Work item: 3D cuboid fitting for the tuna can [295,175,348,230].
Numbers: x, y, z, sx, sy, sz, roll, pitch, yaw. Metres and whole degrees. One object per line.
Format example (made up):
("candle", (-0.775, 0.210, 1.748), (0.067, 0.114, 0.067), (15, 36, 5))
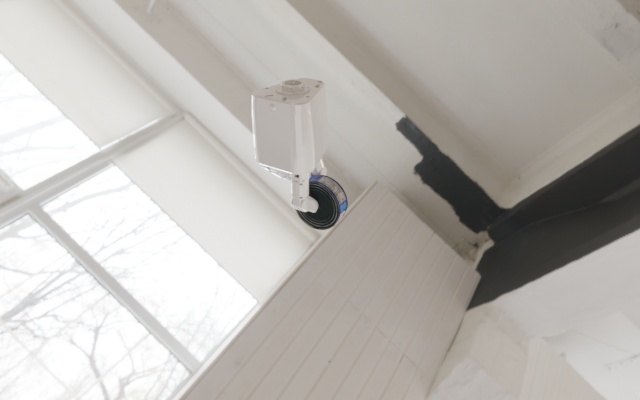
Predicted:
("tuna can", (0.000, 0.002, 0.773), (0.086, 0.086, 0.033), (0, 25, 33))
